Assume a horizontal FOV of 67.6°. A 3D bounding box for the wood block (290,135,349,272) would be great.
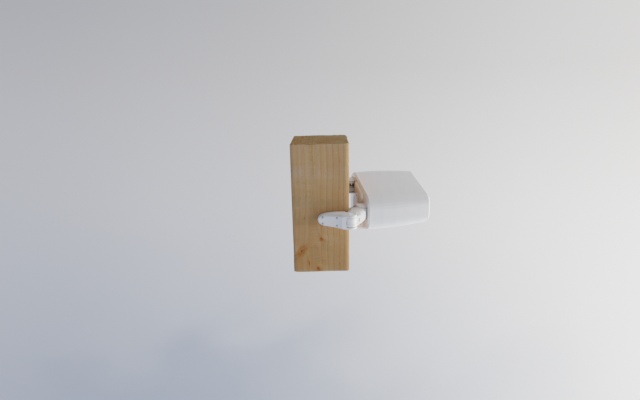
[{"bbox_3d":[0.001,0.003,0.776,0.090,0.206,0.090,-1,16,1],"label":"wood block"}]
